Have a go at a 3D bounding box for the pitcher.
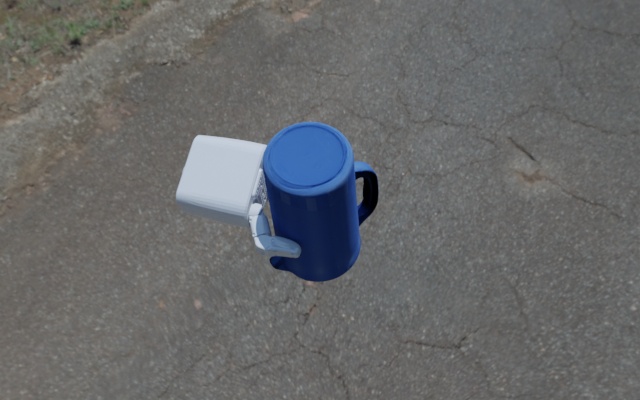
[{"bbox_3d":[0.000,0.002,0.657,0.145,0.149,0.243,11,-29,9],"label":"pitcher"}]
